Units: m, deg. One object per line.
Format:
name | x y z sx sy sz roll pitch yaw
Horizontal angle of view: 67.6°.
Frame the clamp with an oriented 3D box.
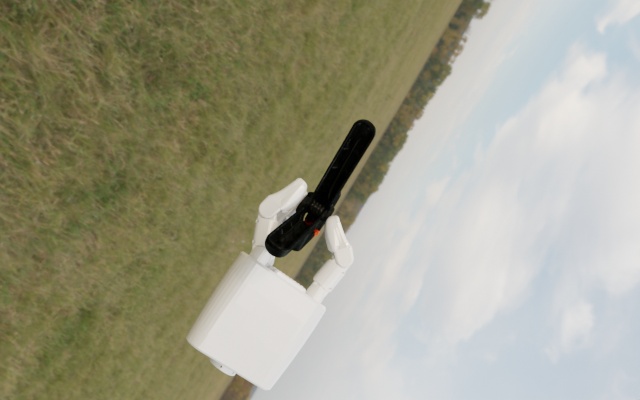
clamp | 0.001 0.003 0.541 0.036 0.164 0.210 36 -10 5
